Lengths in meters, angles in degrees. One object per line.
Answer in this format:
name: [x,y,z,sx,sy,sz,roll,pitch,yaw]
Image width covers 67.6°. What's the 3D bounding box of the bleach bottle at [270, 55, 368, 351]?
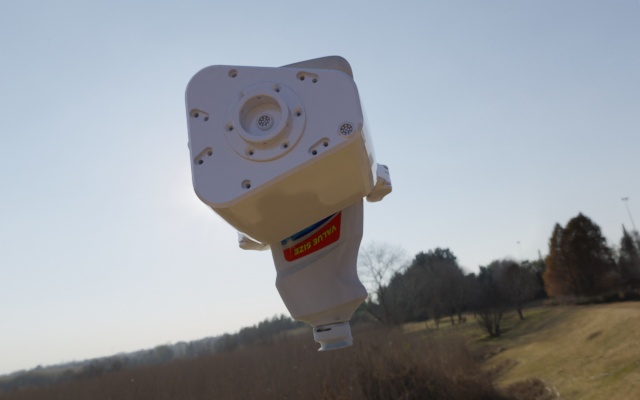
bleach bottle: [0.000,0.001,0.426,0.102,0.250,0.068,-11,-16,5]
